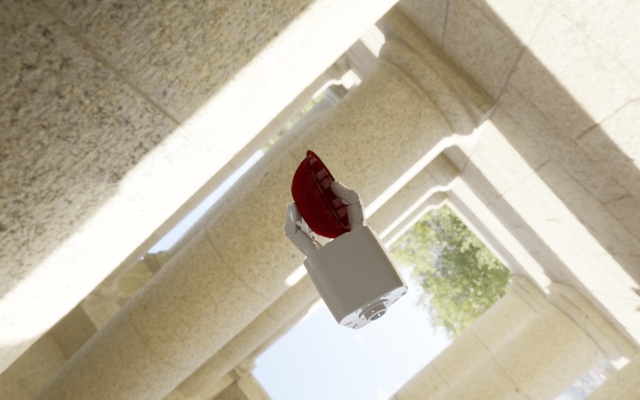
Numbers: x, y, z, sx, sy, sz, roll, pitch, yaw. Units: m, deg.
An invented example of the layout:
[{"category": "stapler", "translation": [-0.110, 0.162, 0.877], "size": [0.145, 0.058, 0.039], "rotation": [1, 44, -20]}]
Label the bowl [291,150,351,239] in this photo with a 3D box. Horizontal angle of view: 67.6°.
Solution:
[{"category": "bowl", "translation": [-0.001, 0.002, 0.756], "size": [0.055, 0.162, 0.162], "rotation": [-29, -7, 12]}]
